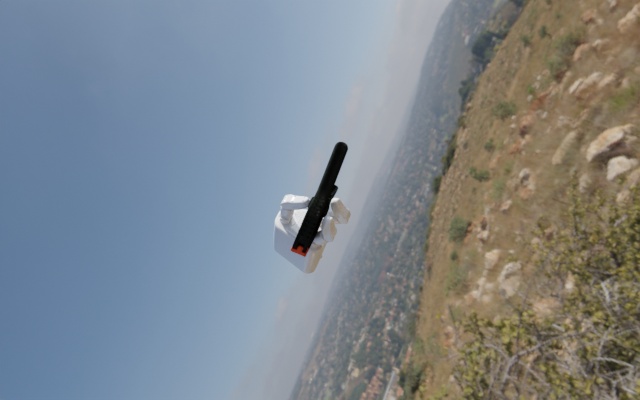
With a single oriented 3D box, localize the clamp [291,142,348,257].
[{"bbox_3d":[-0.001,0.003,0.874,0.036,0.210,0.165,21,-35,7],"label":"clamp"}]
